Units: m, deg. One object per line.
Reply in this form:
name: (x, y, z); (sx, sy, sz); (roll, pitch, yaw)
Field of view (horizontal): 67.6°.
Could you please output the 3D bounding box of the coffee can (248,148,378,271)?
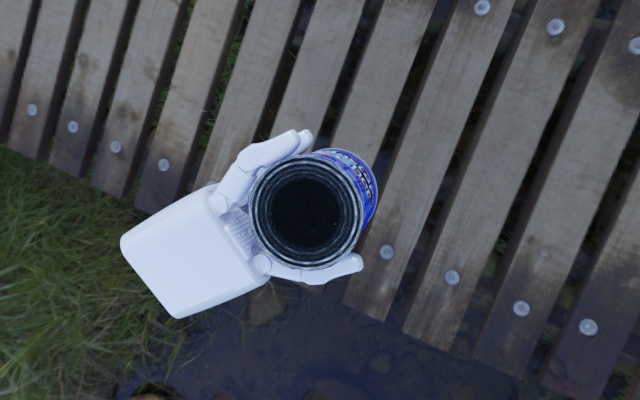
coffee can: (0.000, 0.002, 0.477); (0.103, 0.103, 0.140); (0, 8, 12)
